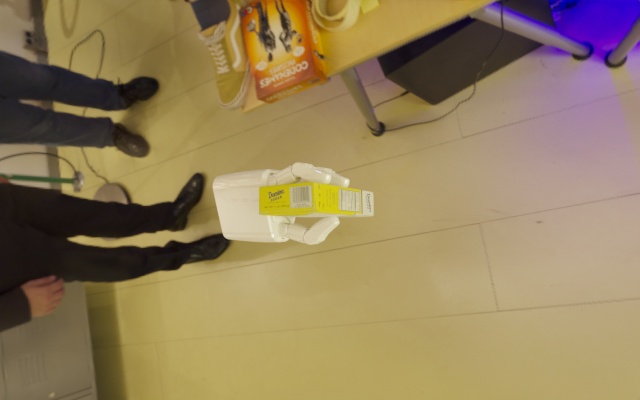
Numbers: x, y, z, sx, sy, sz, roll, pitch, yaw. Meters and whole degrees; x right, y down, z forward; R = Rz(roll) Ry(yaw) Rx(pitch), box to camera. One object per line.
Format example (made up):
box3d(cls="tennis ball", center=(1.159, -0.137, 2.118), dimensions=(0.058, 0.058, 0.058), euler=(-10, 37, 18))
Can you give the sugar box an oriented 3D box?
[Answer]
box3d(cls="sugar box", center=(0.000, 0.002, 0.701), dimensions=(0.093, 0.048, 0.176), euler=(-3, -2, 31))
